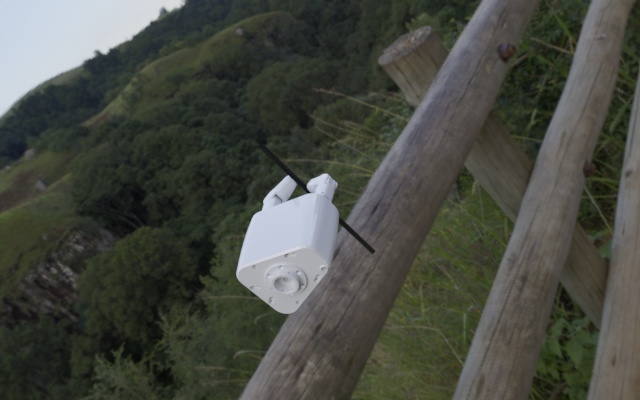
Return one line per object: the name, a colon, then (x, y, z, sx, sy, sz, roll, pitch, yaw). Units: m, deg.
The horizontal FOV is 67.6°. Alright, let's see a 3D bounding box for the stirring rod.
stirring rod: (0.000, 0.002, 0.699, 0.239, 0.011, 0.011, 43, -18, -20)
